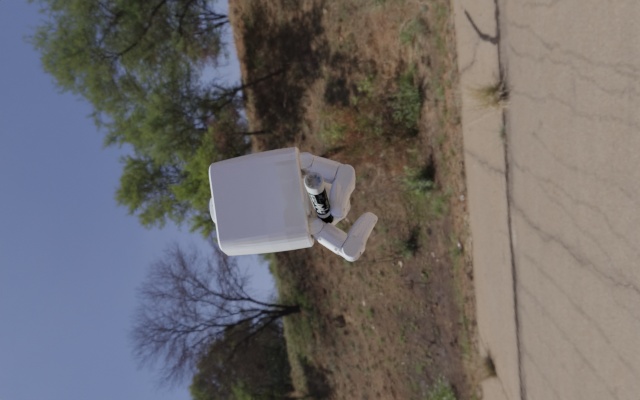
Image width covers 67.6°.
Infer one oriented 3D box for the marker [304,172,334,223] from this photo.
[{"bbox_3d":[0.000,0.002,0.514,0.020,0.020,0.121,0,-20,7],"label":"marker"}]
